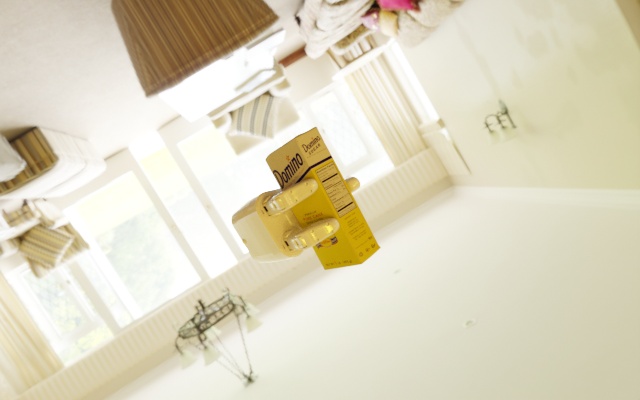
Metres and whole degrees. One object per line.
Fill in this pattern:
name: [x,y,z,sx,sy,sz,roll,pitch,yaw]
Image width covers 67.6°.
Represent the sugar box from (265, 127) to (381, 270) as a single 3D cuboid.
sugar box: [0.000,0.002,0.621,0.048,0.176,0.093,-34,6,-33]
